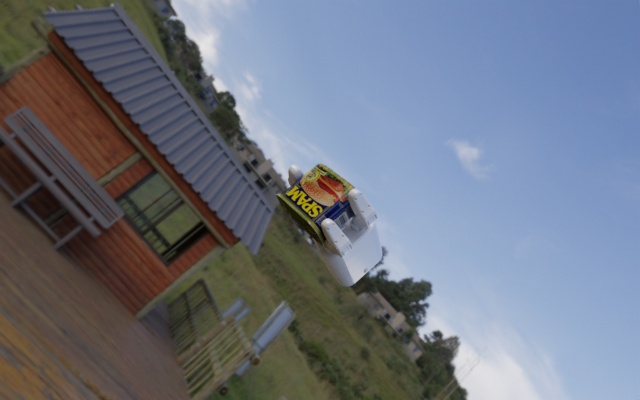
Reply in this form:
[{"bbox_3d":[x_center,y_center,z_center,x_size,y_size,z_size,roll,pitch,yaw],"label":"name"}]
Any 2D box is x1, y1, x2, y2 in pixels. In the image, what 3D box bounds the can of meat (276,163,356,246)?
[{"bbox_3d":[0.000,0.002,0.696,0.102,0.084,0.057,40,-16,38],"label":"can of meat"}]
